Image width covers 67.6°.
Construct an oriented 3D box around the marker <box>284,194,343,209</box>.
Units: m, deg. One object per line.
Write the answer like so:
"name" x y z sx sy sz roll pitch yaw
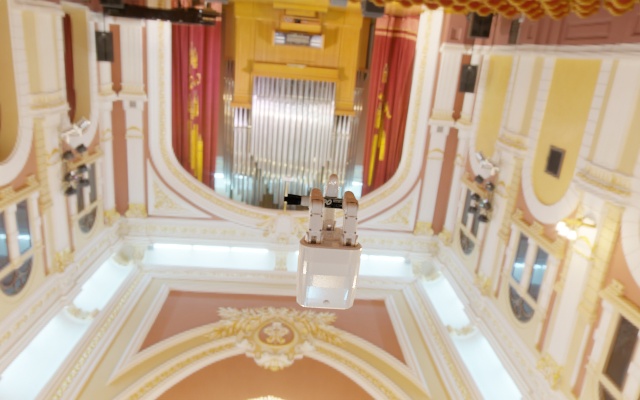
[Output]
"marker" 0.000 0.003 0.788 0.121 0.020 0.020 5 0 -4
